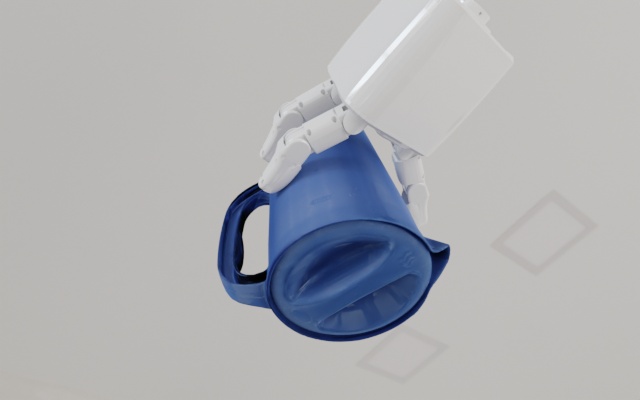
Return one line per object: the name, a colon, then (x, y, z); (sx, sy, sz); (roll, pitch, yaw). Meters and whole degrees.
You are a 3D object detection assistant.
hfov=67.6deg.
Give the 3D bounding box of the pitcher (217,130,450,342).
pitcher: (0.000, 0.001, 0.457); (0.149, 0.145, 0.242); (28, 26, -26)
